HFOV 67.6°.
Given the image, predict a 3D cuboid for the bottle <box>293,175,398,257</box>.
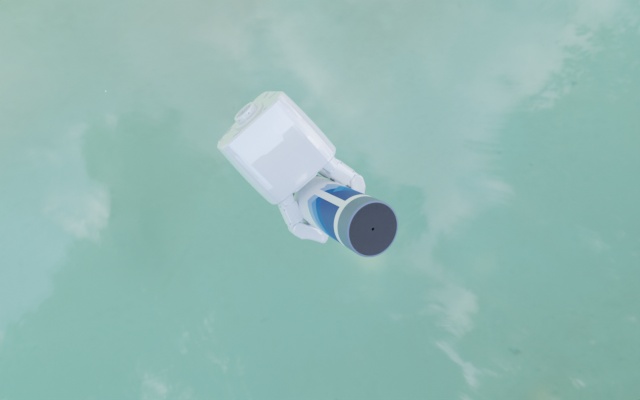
[{"bbox_3d":[0.000,0.002,0.665,0.069,0.069,0.295,0,12,-24],"label":"bottle"}]
